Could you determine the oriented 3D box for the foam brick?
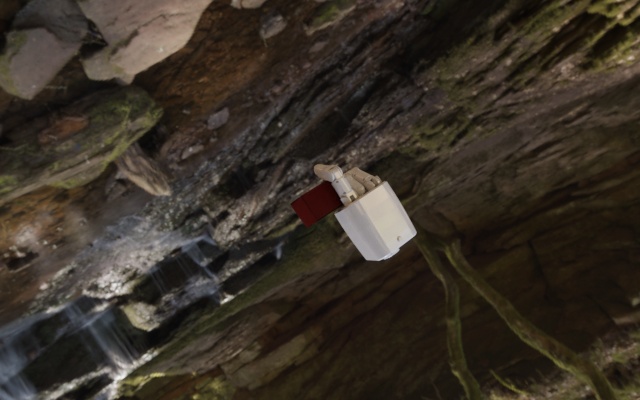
[{"bbox_3d":[0.000,0.003,0.812,0.078,0.051,0.053,-32,-1,-27],"label":"foam brick"}]
